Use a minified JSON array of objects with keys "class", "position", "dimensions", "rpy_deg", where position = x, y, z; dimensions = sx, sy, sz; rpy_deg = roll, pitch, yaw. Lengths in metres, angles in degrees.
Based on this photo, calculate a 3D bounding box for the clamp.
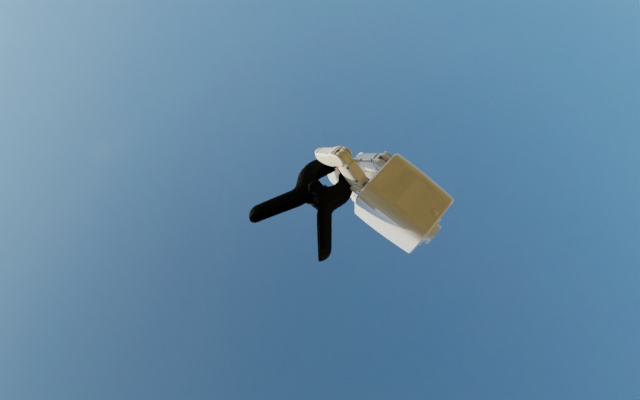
[{"class":"clamp","position":[0.000,0.002,0.656],"dimensions":[0.120,0.171,0.039],"rpy_deg":[39,-27,11]}]
